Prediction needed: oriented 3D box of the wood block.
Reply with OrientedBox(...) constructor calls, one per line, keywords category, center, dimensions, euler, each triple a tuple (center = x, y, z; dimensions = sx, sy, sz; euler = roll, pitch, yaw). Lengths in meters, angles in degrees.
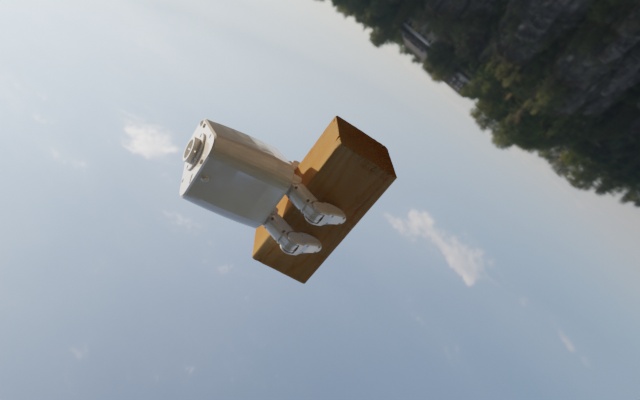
OrientedBox(category="wood block", center=(0.000, 0.002, 0.651), dimensions=(0.090, 0.206, 0.090), euler=(29, 27, -19))
